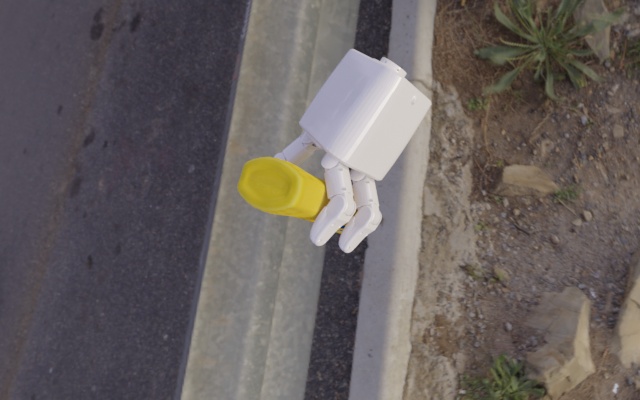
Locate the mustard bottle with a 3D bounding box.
[{"bbox_3d":[0.000,0.002,0.568,0.096,0.058,0.192,14,-3,39],"label":"mustard bottle"}]
